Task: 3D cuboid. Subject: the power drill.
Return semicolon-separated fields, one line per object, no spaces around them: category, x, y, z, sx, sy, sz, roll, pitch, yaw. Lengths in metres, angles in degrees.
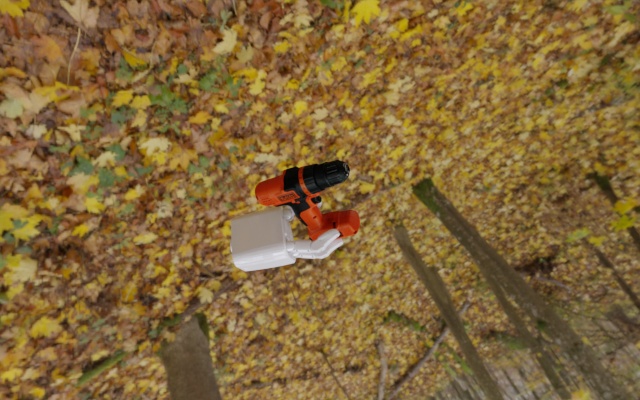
power drill;0.000;0.003;0.879;0.184;0.057;0.188;-14;-40;27
